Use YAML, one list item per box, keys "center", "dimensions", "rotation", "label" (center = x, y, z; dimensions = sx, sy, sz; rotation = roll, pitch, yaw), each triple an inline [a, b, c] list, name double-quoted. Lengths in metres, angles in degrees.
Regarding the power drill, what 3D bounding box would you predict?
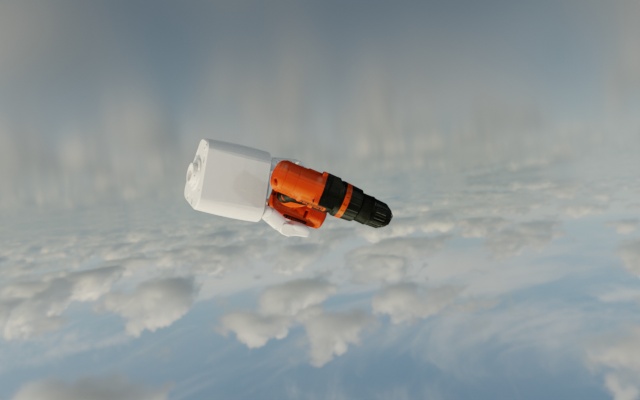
- center: [0.000, 0.002, 0.742]
  dimensions: [0.184, 0.057, 0.188]
  rotation: [24, -15, -12]
  label: "power drill"
